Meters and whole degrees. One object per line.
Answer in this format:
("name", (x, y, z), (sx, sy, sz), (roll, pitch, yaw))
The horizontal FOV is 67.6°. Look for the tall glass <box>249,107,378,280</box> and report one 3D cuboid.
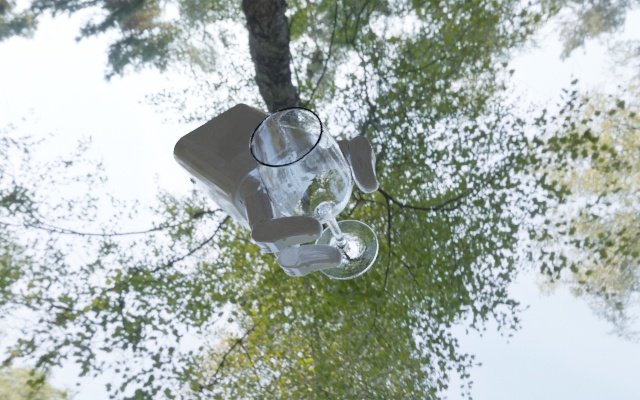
("tall glass", (0.000, 0.002, 0.457), (0.079, 0.079, 0.201), (0, -32, 19))
